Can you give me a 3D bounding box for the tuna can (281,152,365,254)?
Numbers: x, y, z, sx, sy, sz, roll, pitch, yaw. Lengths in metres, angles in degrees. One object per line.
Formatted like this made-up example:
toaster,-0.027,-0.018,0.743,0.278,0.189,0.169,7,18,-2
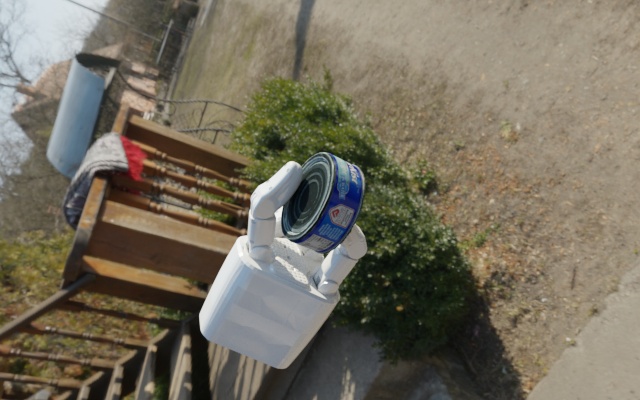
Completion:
tuna can,0.000,0.001,0.423,0.034,0.086,0.086,24,-11,-27
